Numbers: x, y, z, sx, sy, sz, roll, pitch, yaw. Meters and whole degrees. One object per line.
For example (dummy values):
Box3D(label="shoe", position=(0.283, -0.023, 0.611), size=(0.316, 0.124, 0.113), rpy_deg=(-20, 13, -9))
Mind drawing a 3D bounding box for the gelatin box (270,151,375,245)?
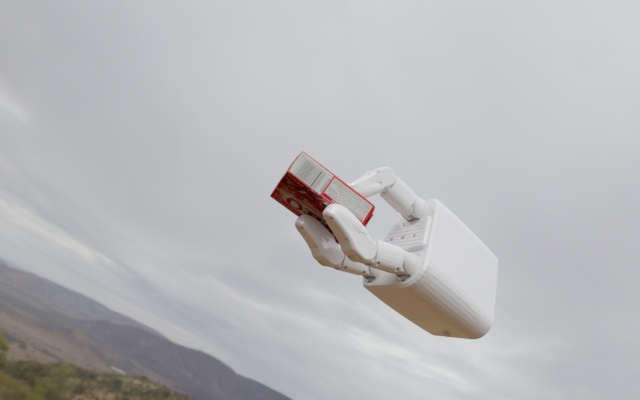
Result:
Box3D(label="gelatin box", position=(0.000, 0.001, 0.466), size=(0.089, 0.030, 0.073), rpy_deg=(37, -25, -4))
